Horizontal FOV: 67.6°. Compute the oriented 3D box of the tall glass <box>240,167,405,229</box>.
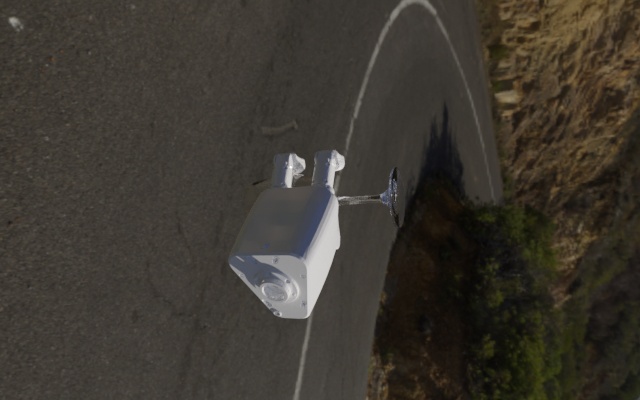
[{"bbox_3d":[0.001,0.002,0.605,0.201,0.079,0.079,-3,-1,22],"label":"tall glass"}]
